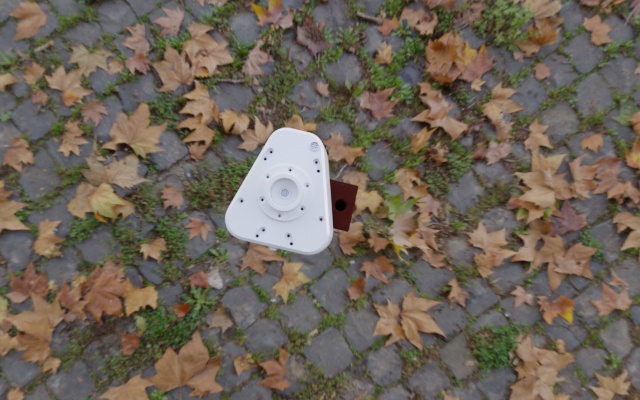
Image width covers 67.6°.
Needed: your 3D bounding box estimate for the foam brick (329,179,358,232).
[{"bbox_3d":[0.000,0.002,0.541,0.078,0.053,0.051,13,-3,0],"label":"foam brick"}]
